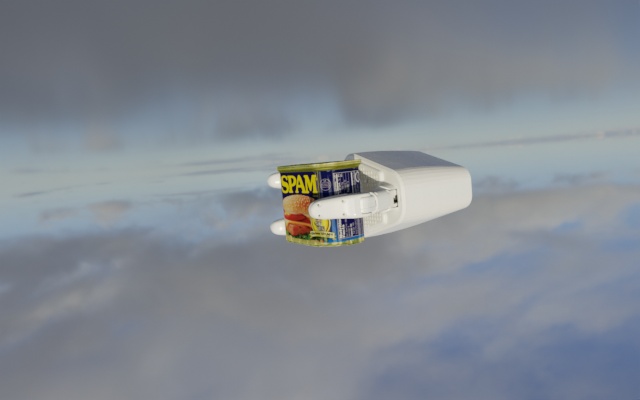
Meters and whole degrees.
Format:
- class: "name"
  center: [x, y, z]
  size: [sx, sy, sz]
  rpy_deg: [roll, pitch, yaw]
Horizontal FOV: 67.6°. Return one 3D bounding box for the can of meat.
- class: "can of meat"
  center: [0.000, 0.002, 0.507]
  size: [0.057, 0.084, 0.102]
  rpy_deg: [-9, 7, -35]
